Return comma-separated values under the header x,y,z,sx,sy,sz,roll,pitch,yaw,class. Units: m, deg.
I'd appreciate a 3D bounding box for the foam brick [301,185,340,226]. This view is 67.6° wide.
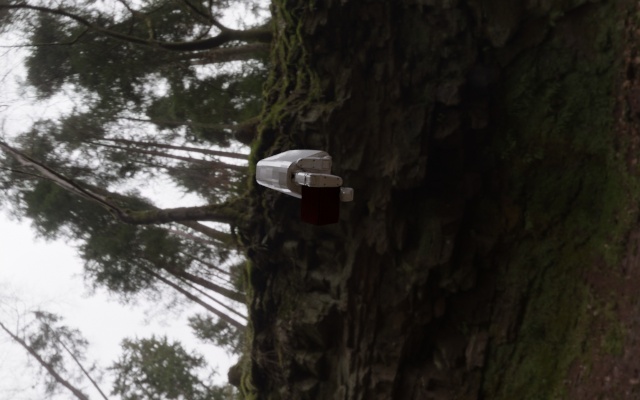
x,y,z,sx,sy,sz,roll,pitch,yaw,class
0.000,0.003,0.882,0.053,0.078,0.051,-3,9,-44,foam brick
